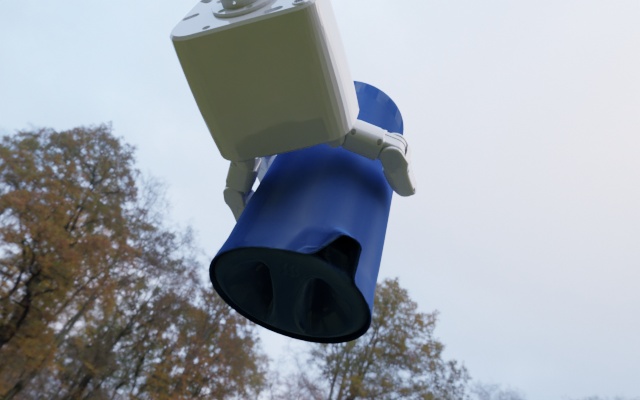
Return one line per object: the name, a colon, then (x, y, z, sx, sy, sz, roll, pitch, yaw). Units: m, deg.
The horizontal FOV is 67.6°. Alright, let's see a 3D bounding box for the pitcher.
pitcher: (0.000, 0.001, 0.453, 0.149, 0.242, 0.145, 2, -44, 21)
